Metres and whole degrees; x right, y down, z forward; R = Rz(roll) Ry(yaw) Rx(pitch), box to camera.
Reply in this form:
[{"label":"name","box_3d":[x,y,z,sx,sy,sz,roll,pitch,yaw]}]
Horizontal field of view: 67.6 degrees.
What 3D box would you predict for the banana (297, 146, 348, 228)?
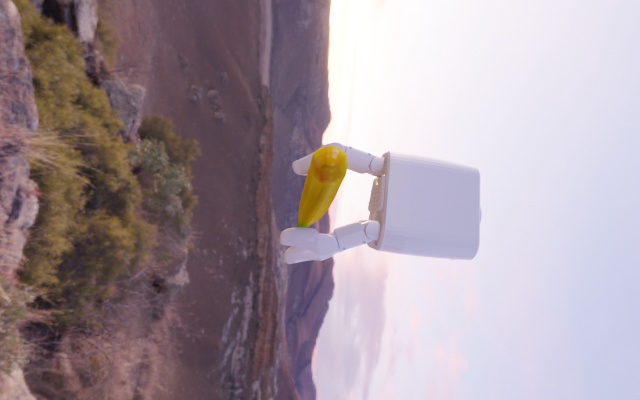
[{"label":"banana","box_3d":[0.003,-0.014,0.481,0.037,0.069,0.198,12,-23,-4]}]
